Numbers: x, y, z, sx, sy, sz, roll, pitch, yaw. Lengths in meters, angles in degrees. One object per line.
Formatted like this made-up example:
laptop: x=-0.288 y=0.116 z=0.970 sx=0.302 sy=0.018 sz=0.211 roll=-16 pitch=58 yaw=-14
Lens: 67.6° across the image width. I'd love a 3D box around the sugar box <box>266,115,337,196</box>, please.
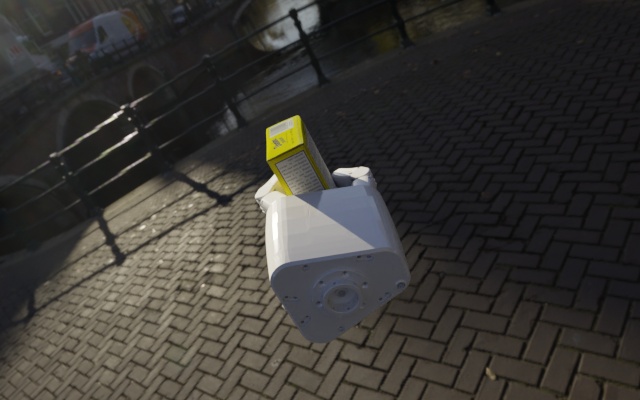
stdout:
sugar box: x=0.000 y=0.002 z=0.521 sx=0.048 sy=0.176 sz=0.093 roll=-23 pitch=28 yaw=7
